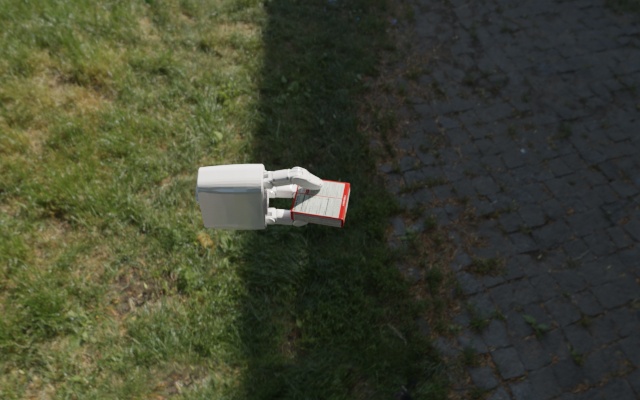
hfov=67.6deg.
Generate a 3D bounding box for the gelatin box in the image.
[{"bbox_3d":[0.000,0.002,0.797,0.089,0.073,0.030,8,-34,8],"label":"gelatin box"}]
